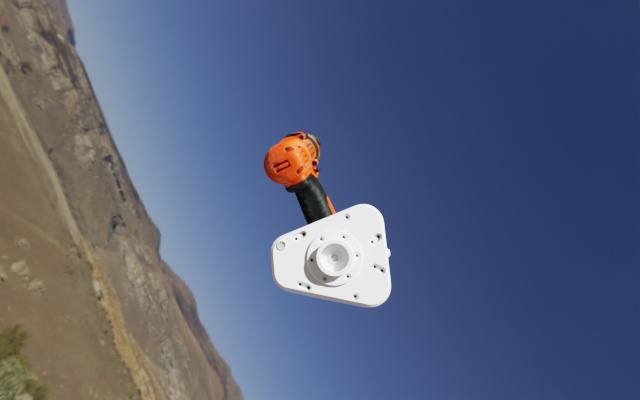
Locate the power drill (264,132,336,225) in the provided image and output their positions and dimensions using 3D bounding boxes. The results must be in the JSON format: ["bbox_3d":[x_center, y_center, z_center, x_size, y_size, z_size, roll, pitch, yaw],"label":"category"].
[{"bbox_3d":[0.000,0.002,0.606,0.057,0.188,0.184,-26,8,15],"label":"power drill"}]
